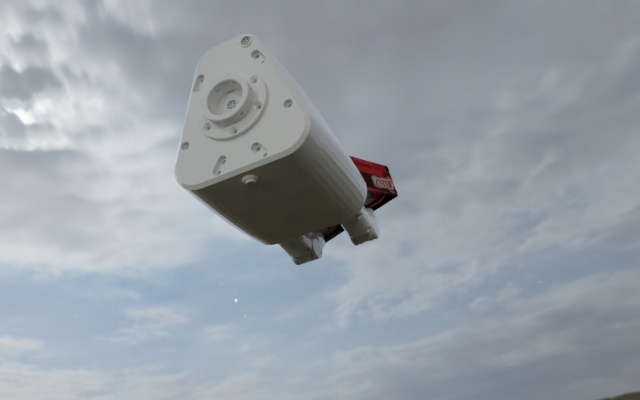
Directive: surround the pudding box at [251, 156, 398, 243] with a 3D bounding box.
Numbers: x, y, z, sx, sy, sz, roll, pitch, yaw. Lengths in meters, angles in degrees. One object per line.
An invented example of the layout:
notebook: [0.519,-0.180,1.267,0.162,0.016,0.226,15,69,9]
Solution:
pudding box: [0.000,0.001,0.443,0.090,0.039,0.113,11,-34,-41]
